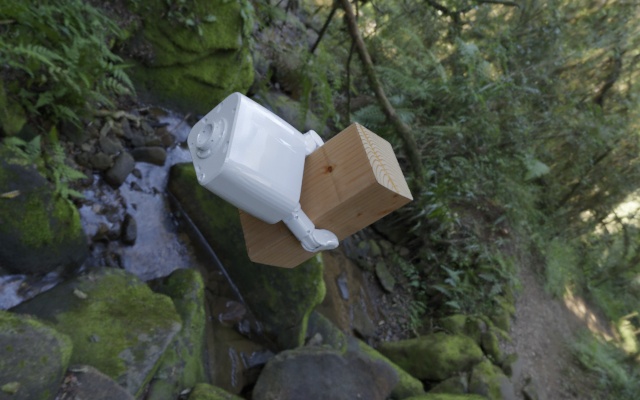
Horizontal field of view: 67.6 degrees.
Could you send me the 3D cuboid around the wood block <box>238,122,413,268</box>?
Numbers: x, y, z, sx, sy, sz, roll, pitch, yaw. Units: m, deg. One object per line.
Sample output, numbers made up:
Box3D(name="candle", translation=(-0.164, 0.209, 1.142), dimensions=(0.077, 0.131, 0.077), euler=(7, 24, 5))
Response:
Box3D(name="wood block", translation=(0.000, 0.002, 0.623), dimensions=(0.206, 0.090, 0.090), euler=(-32, -31, 27))
